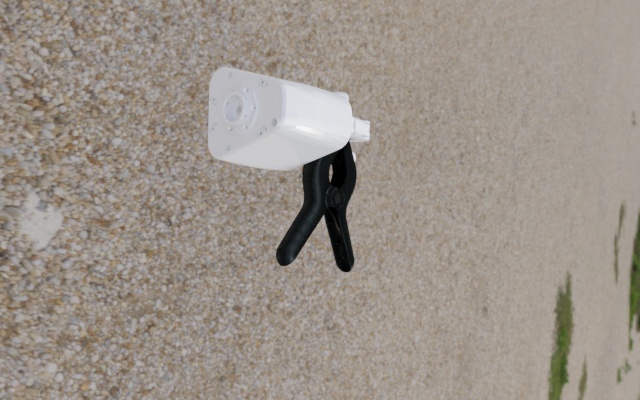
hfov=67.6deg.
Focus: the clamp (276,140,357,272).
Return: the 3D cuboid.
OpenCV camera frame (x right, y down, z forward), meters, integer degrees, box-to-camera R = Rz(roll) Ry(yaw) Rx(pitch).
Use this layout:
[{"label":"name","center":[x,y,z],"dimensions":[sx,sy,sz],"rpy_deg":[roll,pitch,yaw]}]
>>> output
[{"label":"clamp","center":[0.001,0.002,0.548],"dimensions":[0.039,0.171,0.120],"rpy_deg":[1,-1,37]}]
